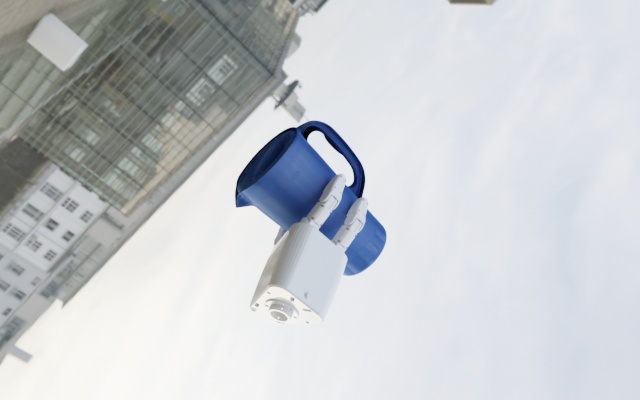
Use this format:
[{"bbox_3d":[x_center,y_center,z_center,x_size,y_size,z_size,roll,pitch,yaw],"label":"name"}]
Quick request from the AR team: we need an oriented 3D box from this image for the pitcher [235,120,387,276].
[{"bbox_3d":[0.000,0.003,0.758,0.149,0.145,0.243,-27,-60,40],"label":"pitcher"}]
